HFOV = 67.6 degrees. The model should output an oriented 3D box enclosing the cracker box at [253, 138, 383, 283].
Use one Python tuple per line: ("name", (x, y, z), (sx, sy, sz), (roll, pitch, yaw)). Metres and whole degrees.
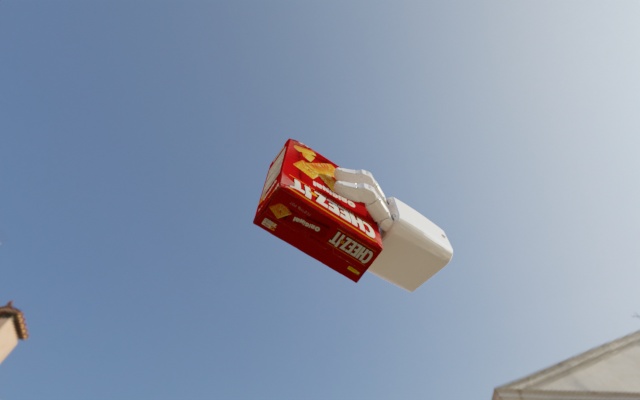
("cracker box", (0.000, 0.002, 0.702), (0.164, 0.072, 0.213), (31, 20, -13))
